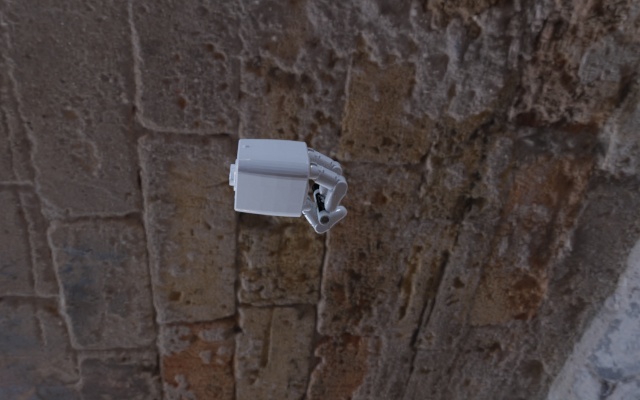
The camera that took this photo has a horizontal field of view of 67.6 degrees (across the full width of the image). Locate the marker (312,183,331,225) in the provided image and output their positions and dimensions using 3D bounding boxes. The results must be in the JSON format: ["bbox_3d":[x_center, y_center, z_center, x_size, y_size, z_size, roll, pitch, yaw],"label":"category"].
[{"bbox_3d":[0.000,0.003,0.783,0.020,0.020,0.121,0,28,-7],"label":"marker"}]
